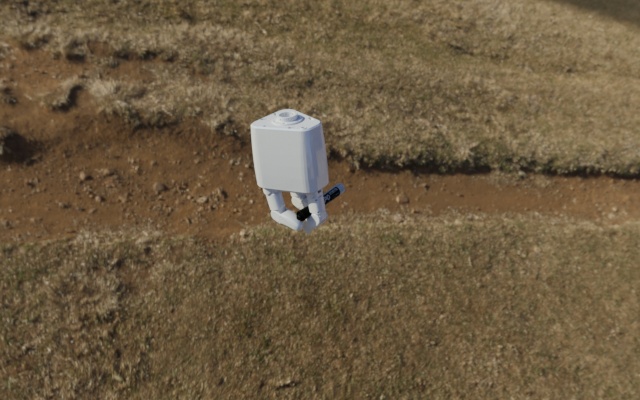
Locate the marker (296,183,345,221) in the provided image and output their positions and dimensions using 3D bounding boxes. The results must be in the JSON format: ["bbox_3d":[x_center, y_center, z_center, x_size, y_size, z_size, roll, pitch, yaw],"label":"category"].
[{"bbox_3d":[0.000,0.003,0.815,0.020,0.020,0.121,0,25,42],"label":"marker"}]
